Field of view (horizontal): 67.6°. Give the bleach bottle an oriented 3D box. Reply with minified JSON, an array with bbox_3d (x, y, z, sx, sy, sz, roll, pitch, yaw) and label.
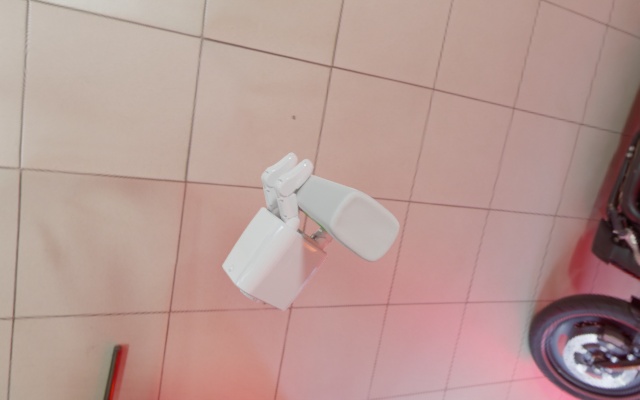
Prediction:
[{"bbox_3d":[0.000,0.002,0.679,0.103,0.068,0.250,38,-4,-29],"label":"bleach bottle"}]
